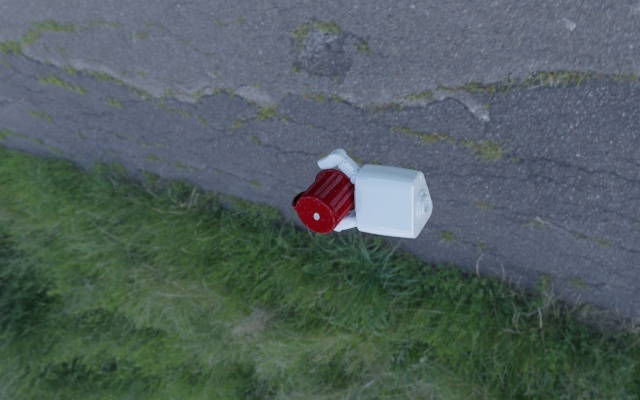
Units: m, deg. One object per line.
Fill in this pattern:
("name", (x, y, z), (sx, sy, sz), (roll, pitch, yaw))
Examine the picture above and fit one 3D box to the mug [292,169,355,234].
("mug", (-0.001, 0.003, 0.846), (0.117, 0.093, 0.081), (7, 37, 33))
